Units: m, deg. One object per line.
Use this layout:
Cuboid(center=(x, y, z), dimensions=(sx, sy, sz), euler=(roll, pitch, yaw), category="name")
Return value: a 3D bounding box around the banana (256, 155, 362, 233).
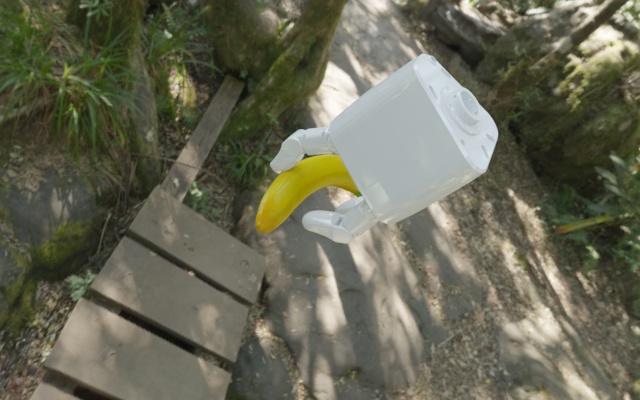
Cuboid(center=(-0.004, -0.016, 0.540), dimensions=(0.037, 0.069, 0.198), euler=(-26, -8, 40), category="banana")
